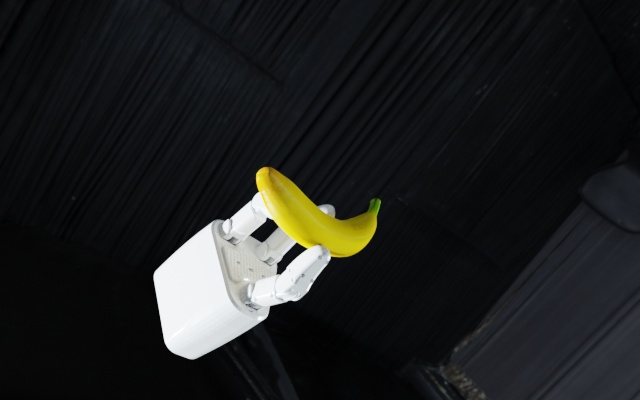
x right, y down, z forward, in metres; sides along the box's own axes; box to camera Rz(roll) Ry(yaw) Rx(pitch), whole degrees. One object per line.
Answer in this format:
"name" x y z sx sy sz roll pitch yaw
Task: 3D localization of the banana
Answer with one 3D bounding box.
"banana" 0.004 0.020 0.470 0.037 0.069 0.198 -16 -17 31
